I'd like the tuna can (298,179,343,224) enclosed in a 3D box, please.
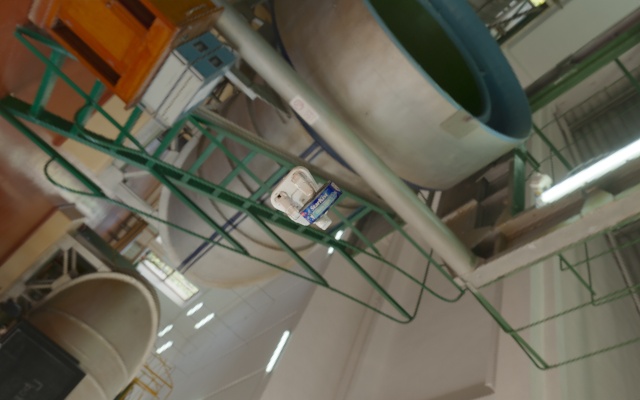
[{"bbox_3d":[0.001,0.003,0.880,0.034,0.086,0.086,45,-4,-4],"label":"tuna can"}]
